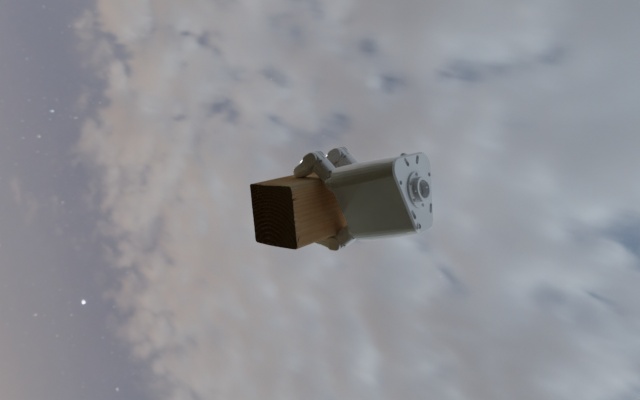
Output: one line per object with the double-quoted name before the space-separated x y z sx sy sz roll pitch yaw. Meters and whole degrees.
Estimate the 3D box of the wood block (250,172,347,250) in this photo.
"wood block" 0.001 0.003 0.745 0.090 0.091 0.206 5 14 42
